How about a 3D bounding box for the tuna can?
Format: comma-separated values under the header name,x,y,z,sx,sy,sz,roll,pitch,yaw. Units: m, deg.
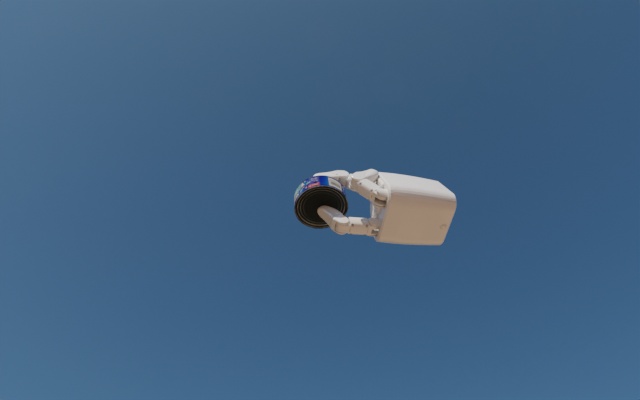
name,x,y,z,sx,sy,sz,roll,pitch,yaw
tuna can,0.000,0.002,0.767,0.086,0.086,0.033,0,37,-6
